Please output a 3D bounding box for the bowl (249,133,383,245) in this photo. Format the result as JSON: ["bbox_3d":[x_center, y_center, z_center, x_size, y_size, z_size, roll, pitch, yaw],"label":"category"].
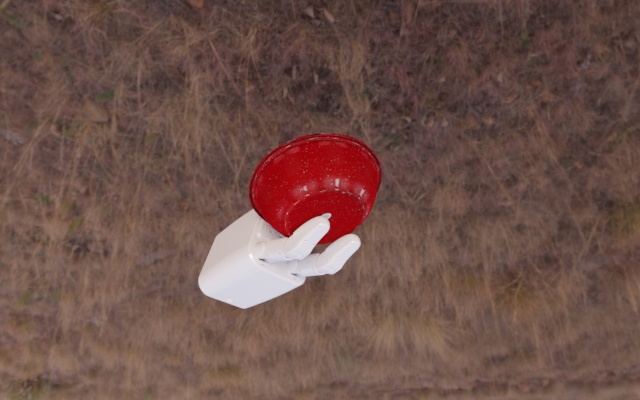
[{"bbox_3d":[0.001,0.001,0.551,0.162,0.055,0.162,-8,-43,-8],"label":"bowl"}]
